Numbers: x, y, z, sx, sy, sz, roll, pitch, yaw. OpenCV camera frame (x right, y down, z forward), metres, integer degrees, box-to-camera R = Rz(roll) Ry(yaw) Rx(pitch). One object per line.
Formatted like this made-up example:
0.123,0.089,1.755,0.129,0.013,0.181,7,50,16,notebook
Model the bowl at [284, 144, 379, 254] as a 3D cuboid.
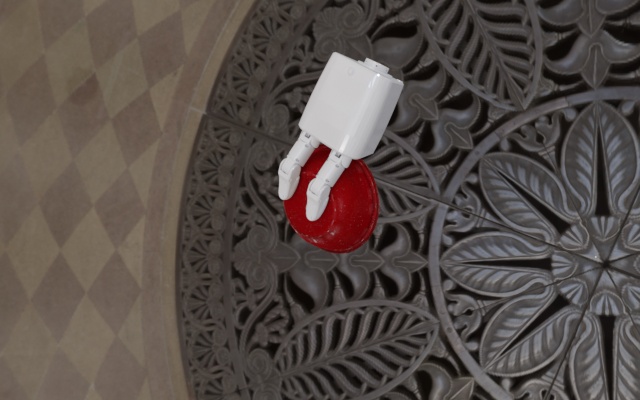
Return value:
0.000,0.004,0.670,0.162,0.162,0.055,0,10,39,bowl
